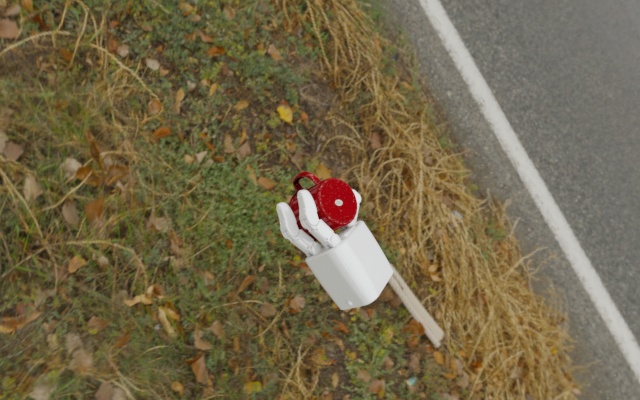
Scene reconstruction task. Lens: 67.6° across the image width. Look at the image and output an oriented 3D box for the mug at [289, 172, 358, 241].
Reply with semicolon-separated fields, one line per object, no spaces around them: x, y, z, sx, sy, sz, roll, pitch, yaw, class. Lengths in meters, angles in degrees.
-0.001;0.001;0.787;0.093;0.117;0.081;-39;7;-40;mug
